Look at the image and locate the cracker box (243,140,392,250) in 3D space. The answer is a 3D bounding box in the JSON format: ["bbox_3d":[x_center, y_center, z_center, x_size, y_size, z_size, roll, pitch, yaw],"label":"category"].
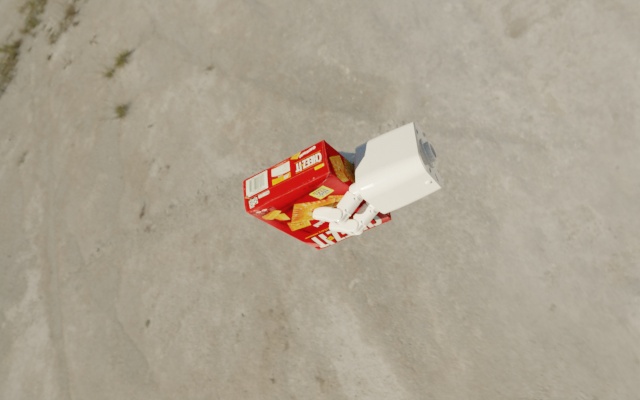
[{"bbox_3d":[0.000,0.002,0.811,0.164,0.072,0.214,-24,-34,25],"label":"cracker box"}]
